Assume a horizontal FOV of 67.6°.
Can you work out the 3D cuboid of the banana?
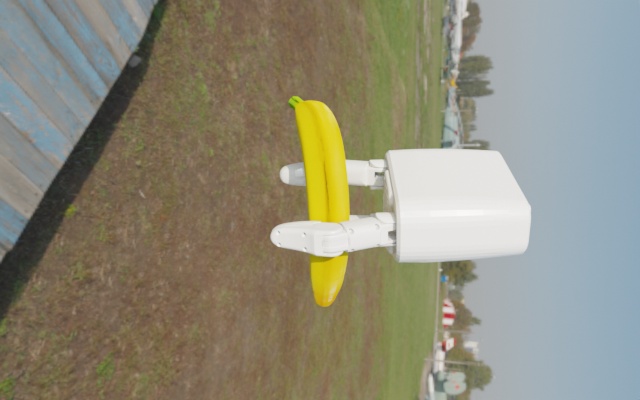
[{"bbox_3d":[0.003,-0.004,0.418,0.037,0.198,0.069,-5,-4,-11],"label":"banana"}]
